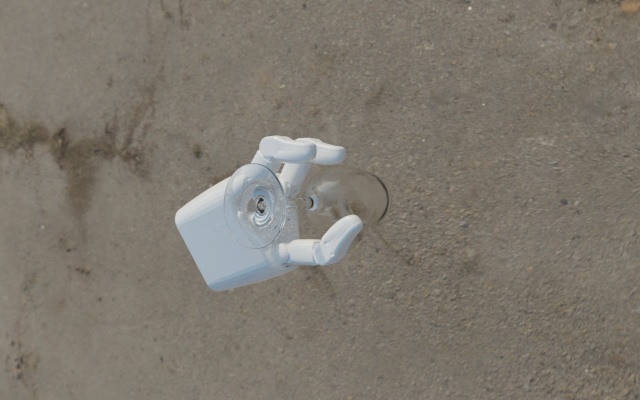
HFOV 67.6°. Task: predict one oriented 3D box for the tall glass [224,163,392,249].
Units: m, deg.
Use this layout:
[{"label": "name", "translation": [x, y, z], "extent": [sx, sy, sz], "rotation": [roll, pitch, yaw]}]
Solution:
[{"label": "tall glass", "translation": [0.000, 0.002, 0.491], "extent": [0.079, 0.079, 0.201], "rotation": [0, 2, 37]}]
